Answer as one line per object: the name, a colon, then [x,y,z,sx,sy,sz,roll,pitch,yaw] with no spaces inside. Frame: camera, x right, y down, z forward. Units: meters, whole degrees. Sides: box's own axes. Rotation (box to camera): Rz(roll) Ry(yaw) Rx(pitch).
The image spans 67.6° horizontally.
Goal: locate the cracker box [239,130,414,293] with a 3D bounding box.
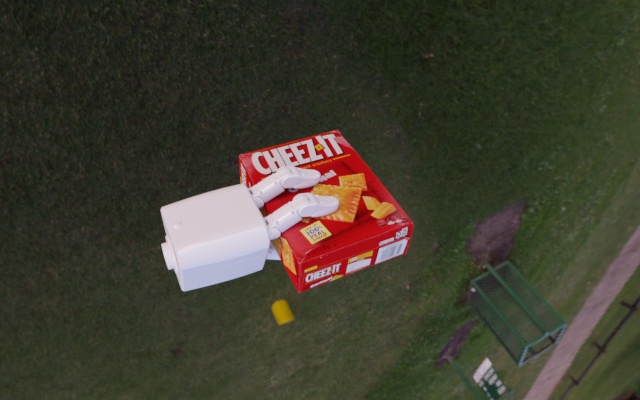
cracker box: [0.000,0.002,0.655,0.164,0.072,0.213,-17,49,-20]
